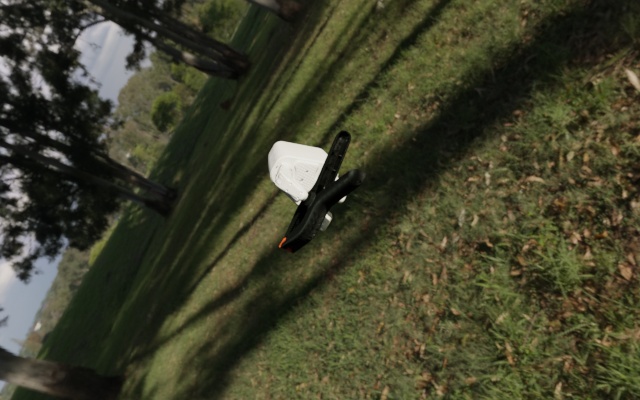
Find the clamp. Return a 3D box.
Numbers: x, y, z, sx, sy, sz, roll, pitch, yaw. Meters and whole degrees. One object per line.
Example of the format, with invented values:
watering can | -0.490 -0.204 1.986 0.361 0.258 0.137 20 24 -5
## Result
clamp | -0.001 0.002 0.731 0.036 0.210 0.164 27 16 -17
